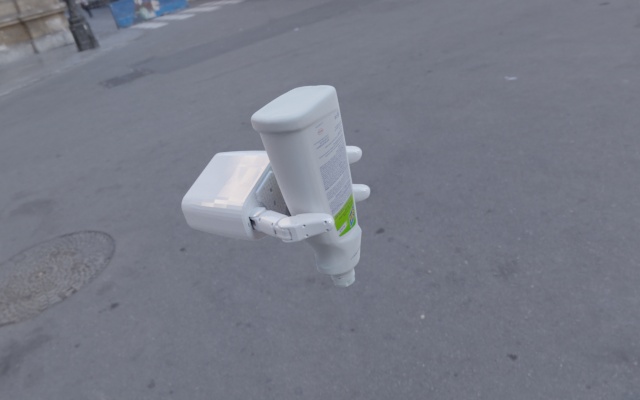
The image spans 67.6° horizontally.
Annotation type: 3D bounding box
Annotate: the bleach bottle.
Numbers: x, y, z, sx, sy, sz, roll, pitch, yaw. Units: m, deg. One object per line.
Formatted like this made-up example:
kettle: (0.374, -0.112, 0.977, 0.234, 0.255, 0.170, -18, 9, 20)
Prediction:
bleach bottle: (0.000, 0.002, 0.558, 0.068, 0.251, 0.102, 6, 34, 32)
